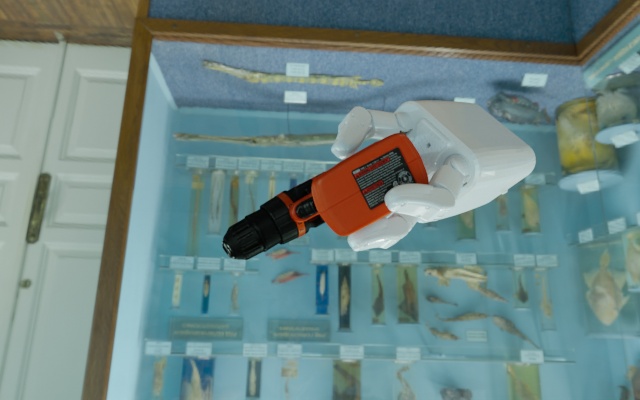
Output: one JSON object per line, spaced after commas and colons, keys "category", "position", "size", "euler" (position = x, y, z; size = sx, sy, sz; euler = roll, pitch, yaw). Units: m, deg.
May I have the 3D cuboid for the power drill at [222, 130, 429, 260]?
{"category": "power drill", "position": [0.000, 0.001, 0.459], "size": [0.184, 0.057, 0.187], "euler": [-31, 6, -21]}
